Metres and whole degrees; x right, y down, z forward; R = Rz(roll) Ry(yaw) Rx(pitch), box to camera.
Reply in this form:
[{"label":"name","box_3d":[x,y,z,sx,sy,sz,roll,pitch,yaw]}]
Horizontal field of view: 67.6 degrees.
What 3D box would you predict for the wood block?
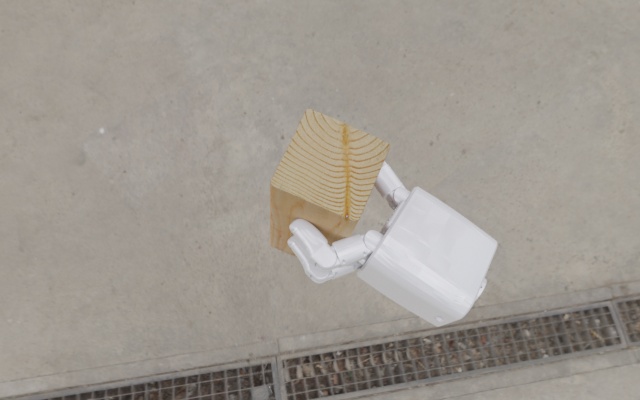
[{"label":"wood block","box_3d":[0.001,0.002,0.535,0.090,0.090,0.206,24,-22,3]}]
